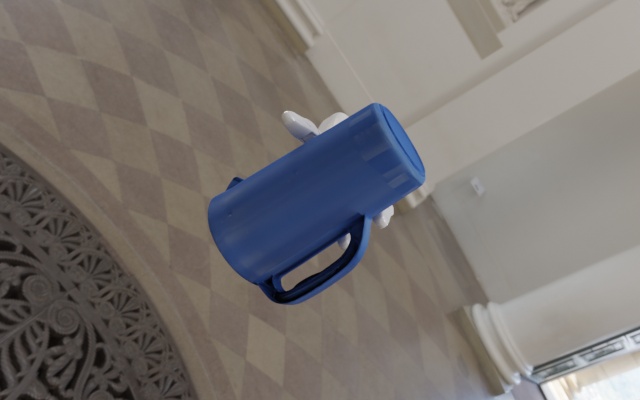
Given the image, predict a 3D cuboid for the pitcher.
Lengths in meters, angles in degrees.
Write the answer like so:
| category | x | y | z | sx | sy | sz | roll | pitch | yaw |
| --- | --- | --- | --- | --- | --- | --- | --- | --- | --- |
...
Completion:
| category | x | y | z | sx | sy | sz | roll | pitch | yaw |
| --- | --- | --- | --- | --- | --- | --- | --- | --- | --- |
| pitcher | 0.000 | 0.002 | 0.565 | 0.243 | 0.149 | 0.145 | -32 | 18 | 20 |
